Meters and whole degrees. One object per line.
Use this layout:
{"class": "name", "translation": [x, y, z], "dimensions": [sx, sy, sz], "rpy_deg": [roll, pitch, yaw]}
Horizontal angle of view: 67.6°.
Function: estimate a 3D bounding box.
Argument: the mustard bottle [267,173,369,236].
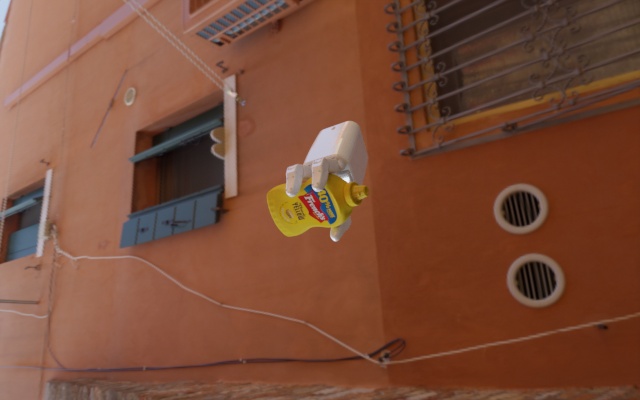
{"class": "mustard bottle", "translation": [0.000, 0.003, 0.839], "dimensions": [0.191, 0.096, 0.058], "rpy_deg": [-14, 15, 34]}
